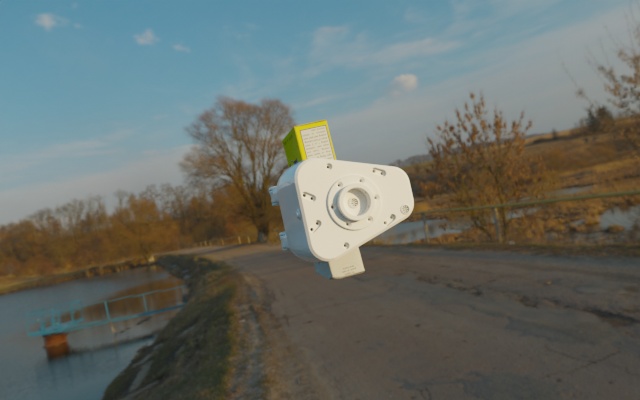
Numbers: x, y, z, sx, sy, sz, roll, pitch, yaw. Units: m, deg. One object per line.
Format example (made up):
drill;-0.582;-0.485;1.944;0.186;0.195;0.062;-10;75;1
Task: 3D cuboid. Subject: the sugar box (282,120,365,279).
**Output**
sugar box;0.000;0.002;0.568;0.048;0.176;0.093;-12;-1;-13
